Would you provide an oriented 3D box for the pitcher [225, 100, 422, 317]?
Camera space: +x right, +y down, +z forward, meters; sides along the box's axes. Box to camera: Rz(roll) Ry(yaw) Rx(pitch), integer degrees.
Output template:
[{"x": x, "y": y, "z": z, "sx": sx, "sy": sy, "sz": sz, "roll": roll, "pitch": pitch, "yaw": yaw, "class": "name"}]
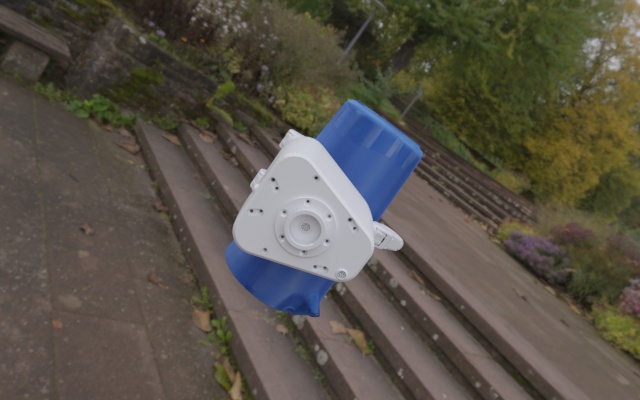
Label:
[{"x": 0.000, "y": 0.002, "z": 0.571, "sx": 0.149, "sy": 0.243, "sz": 0.145, "roll": 36, "pitch": 11, "yaw": -3, "class": "pitcher"}]
